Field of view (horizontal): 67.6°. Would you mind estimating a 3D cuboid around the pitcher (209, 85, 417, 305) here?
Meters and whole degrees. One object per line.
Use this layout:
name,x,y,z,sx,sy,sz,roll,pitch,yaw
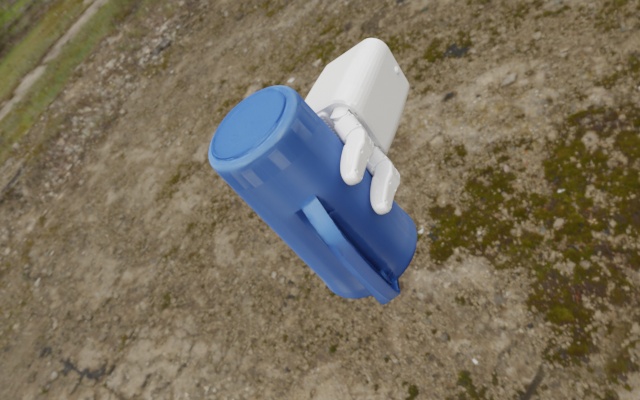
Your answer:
pitcher,0.000,0.002,0.513,0.149,0.145,0.243,0,-35,41
